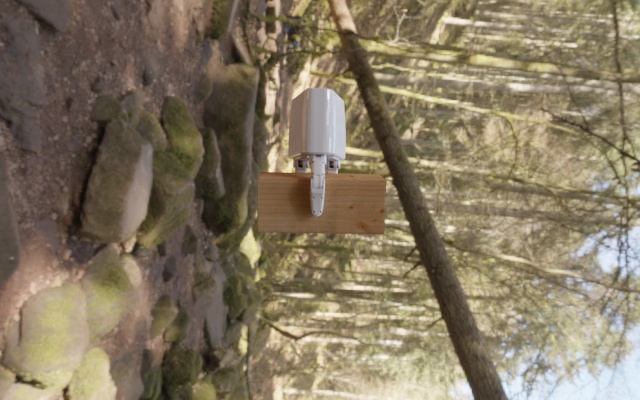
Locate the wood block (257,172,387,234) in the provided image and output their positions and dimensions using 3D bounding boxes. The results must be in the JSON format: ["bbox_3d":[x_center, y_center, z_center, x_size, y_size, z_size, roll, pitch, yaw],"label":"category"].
[{"bbox_3d":[0.000,0.002,0.804,0.206,0.090,0.091,1,11,-2],"label":"wood block"}]
